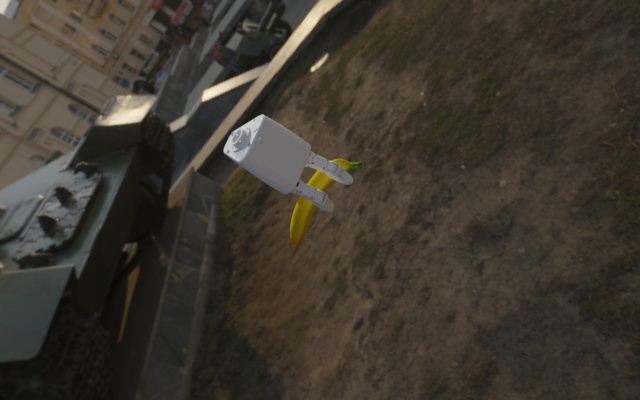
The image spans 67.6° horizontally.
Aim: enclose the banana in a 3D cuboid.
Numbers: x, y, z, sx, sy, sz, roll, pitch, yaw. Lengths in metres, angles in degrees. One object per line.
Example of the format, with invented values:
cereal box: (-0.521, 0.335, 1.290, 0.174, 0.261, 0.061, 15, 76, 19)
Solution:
banana: (-0.006, -0.008, 0.899, 0.037, 0.198, 0.069, 33, 7, -39)
